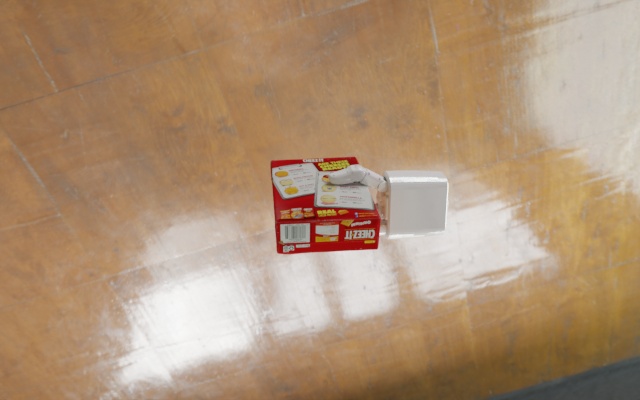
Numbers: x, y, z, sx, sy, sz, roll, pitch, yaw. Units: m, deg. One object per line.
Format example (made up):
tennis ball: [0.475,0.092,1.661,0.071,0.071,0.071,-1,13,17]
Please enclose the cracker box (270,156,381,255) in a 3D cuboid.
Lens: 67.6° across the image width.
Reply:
cracker box: [0.000,0.003,0.821,0.164,0.072,0.213,-3,31,-6]
